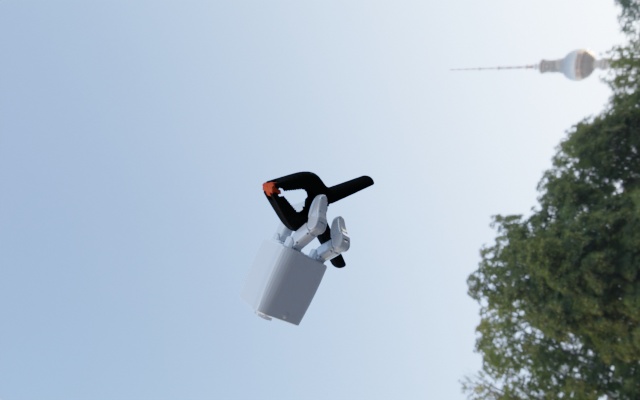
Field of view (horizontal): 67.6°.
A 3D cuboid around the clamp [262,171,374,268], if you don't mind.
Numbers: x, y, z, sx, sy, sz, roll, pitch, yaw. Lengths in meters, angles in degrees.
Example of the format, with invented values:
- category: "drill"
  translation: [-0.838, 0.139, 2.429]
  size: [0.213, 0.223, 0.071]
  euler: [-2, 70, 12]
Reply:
- category: "clamp"
  translation: [-0.001, 0.002, 0.758]
  size: [0.210, 0.164, 0.036]
  euler: [31, -12, -40]
